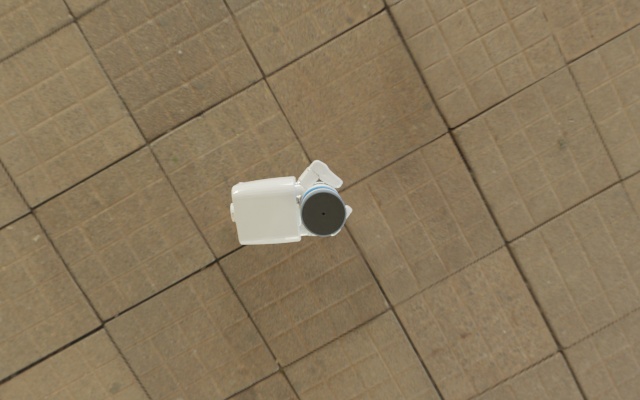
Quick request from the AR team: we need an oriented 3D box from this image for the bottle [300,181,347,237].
[{"bbox_3d":[0.000,0.003,0.824,0.069,0.069,0.295,0,6,-2],"label":"bottle"}]
